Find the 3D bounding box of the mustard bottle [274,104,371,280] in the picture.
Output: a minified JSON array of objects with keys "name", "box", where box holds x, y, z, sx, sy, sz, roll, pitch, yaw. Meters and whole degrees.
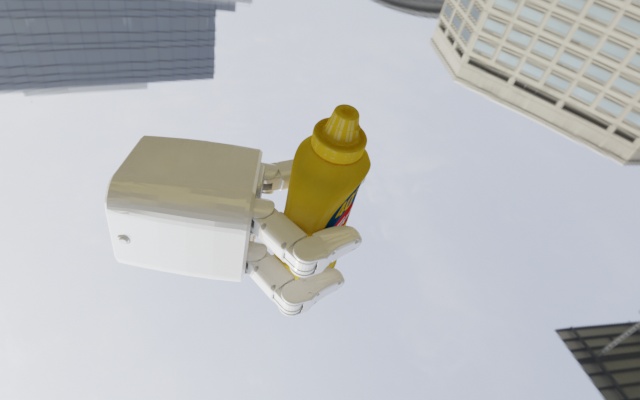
[{"name":"mustard bottle","box":[0.000,0.002,0.404,0.058,0.192,0.096,26,47,11]}]
